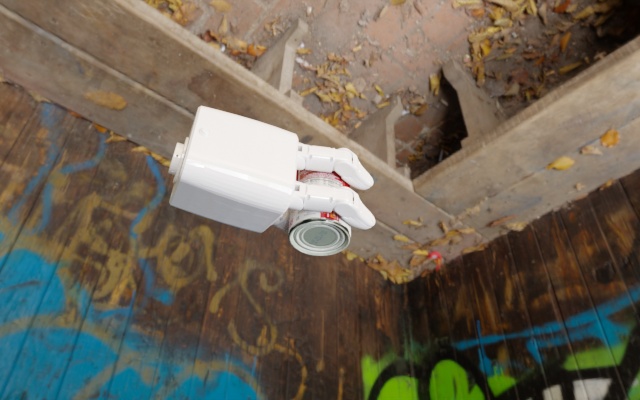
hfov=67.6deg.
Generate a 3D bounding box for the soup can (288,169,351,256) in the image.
[{"bbox_3d":[0.000,0.002,0.535,0.068,0.102,0.069,1,-39,1],"label":"soup can"}]
